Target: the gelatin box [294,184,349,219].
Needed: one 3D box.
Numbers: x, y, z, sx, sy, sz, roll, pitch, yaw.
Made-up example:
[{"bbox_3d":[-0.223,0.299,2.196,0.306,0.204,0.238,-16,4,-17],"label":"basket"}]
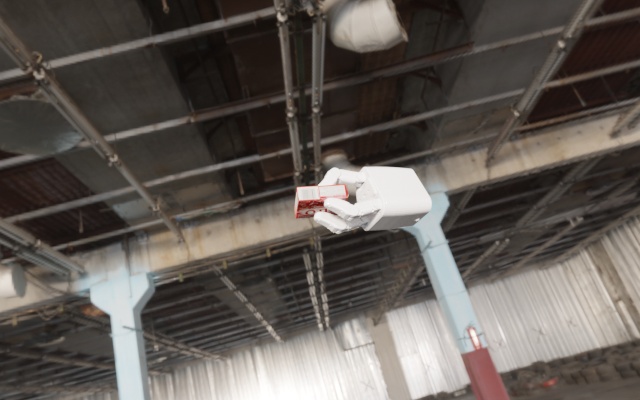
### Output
[{"bbox_3d":[0.000,0.002,0.850,0.089,0.030,0.073,-4,-26,-9],"label":"gelatin box"}]
